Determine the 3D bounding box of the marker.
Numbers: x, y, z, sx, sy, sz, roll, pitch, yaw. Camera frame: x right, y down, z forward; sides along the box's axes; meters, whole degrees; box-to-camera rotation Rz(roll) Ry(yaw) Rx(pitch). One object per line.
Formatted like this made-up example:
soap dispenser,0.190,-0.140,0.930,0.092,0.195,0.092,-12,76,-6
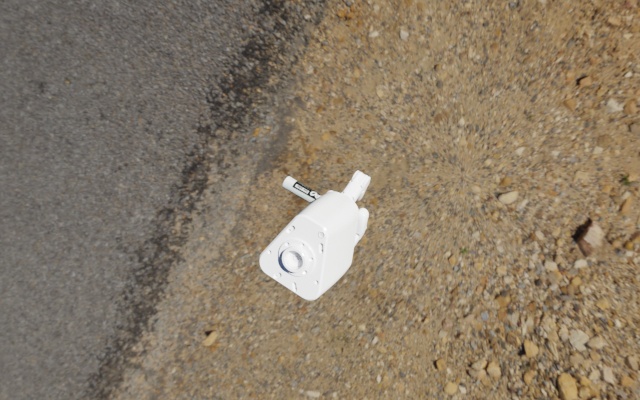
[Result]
marker,0.000,0.002,0.680,0.121,0.020,0.020,30,8,13
